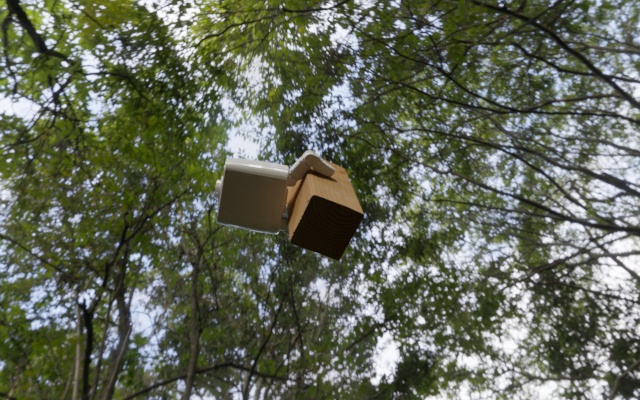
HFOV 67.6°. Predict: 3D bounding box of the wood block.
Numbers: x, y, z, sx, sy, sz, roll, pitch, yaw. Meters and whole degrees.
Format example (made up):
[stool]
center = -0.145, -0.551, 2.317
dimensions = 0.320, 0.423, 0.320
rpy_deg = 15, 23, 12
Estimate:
[wood block]
center = 0.000, 0.002, 0.819
dimensions = 0.090, 0.091, 0.206
rpy_deg = 21, 20, -15
